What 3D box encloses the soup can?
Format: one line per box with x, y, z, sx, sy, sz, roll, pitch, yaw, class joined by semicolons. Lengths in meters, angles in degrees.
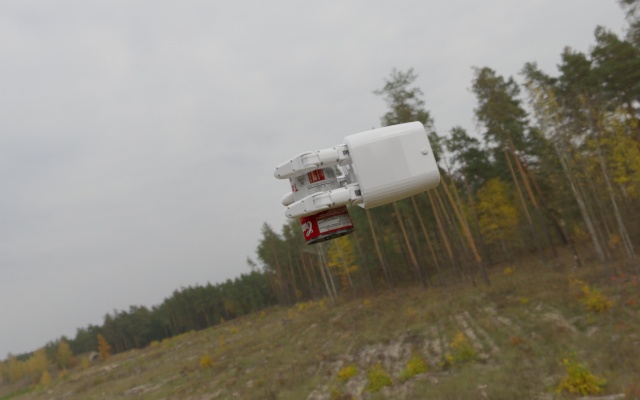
0.000;0.002;0.651;0.068;0.102;0.068;-16;-9;-3;soup can
